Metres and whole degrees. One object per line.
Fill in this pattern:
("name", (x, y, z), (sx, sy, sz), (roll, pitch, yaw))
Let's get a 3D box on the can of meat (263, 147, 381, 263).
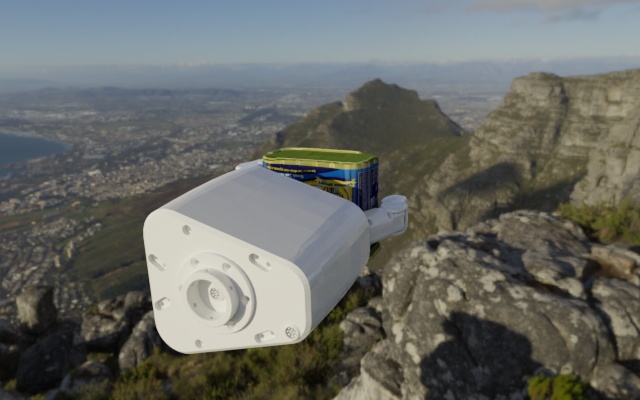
("can of meat", (0.000, 0.001, 0.409), (0.102, 0.084, 0.057), (6, 18, 24))
